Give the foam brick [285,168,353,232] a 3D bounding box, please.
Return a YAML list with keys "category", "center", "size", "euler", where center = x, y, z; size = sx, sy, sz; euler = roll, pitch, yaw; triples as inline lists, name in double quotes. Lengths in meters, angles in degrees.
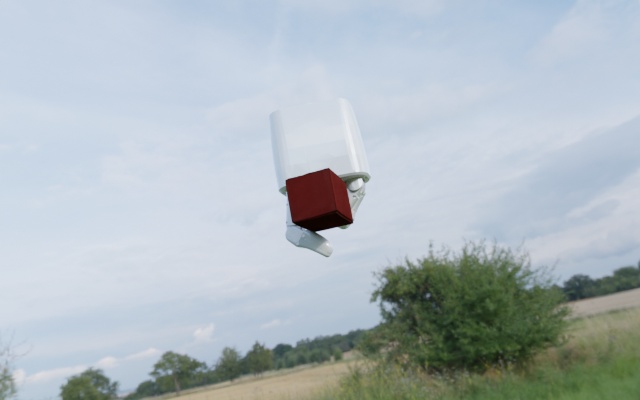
- category: "foam brick"
  center: [0.000, 0.002, 0.542]
  size: [0.053, 0.051, 0.078]
  euler: [-14, -15, 14]
